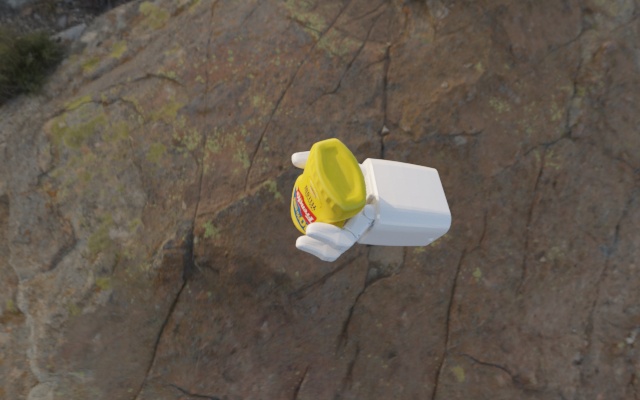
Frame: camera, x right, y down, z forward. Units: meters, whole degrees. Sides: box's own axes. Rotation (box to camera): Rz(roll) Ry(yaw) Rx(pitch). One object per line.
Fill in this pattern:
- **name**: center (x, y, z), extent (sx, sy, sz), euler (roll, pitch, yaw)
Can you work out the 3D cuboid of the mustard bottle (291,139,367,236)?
- **mustard bottle**: center (0.000, 0.002, 0.645), extent (0.058, 0.096, 0.192), euler (-19, -16, -22)
